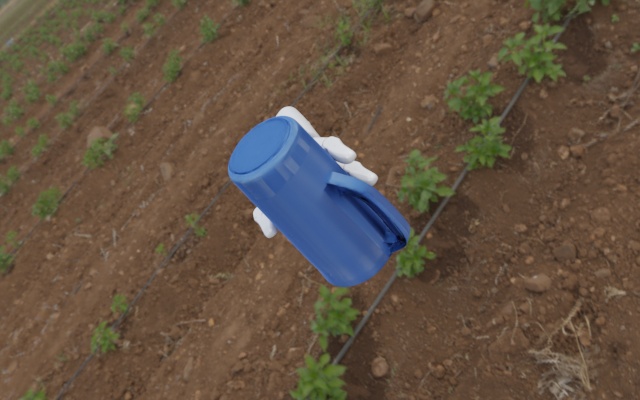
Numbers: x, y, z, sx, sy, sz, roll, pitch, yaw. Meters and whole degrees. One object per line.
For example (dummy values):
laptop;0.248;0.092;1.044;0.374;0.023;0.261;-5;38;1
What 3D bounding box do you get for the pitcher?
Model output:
pitcher;0.000;0.002;0.641;0.243;0.149;0.145;47;9;-37
